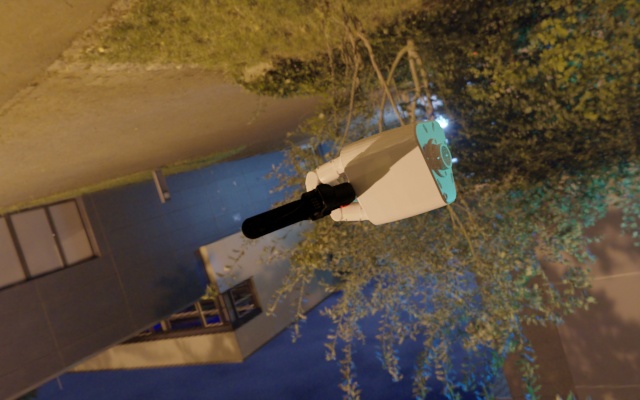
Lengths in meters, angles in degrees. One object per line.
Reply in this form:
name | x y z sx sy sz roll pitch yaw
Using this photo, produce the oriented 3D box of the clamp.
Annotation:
clamp | 0.000 0.002 0.565 0.120 0.039 0.171 -18 2 36
